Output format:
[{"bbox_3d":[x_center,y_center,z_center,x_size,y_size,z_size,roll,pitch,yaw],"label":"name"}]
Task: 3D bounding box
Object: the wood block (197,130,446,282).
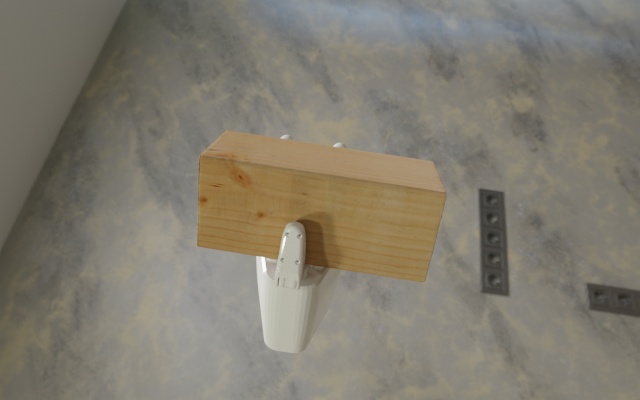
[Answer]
[{"bbox_3d":[0.000,0.002,0.446,0.206,0.090,0.090,9,24,1],"label":"wood block"}]
